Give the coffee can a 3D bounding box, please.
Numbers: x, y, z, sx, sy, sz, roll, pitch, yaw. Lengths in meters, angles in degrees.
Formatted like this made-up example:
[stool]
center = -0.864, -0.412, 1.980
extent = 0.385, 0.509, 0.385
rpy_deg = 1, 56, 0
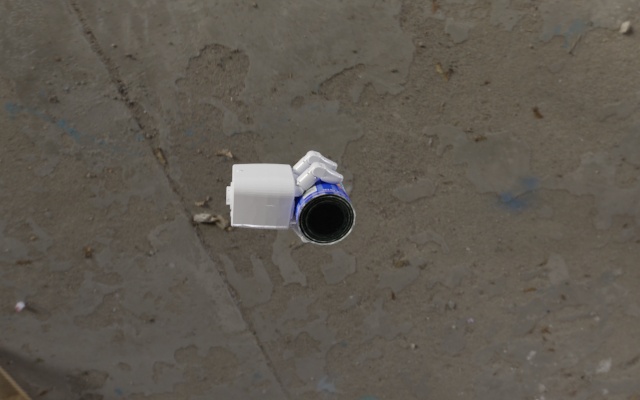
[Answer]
[coffee can]
center = 0.000, 0.003, 0.878
extent = 0.103, 0.103, 0.140
rpy_deg = 0, 26, -10
